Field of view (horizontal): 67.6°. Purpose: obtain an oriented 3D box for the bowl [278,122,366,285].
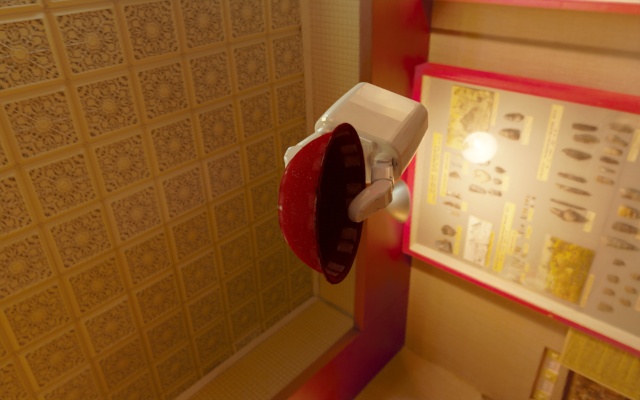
[{"bbox_3d":[-0.001,0.002,0.486,0.055,0.162,0.162,4,1,19],"label":"bowl"}]
